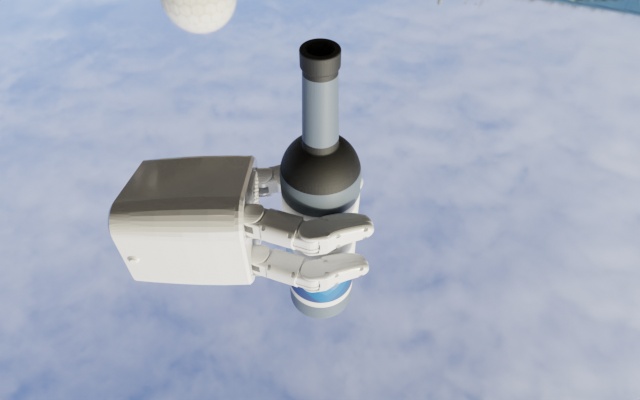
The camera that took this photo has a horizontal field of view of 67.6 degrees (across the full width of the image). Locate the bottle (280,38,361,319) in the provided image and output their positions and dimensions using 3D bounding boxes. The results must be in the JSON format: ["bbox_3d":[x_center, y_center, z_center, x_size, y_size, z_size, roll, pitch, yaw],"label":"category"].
[{"bbox_3d":[0.000,0.002,0.415,0.069,0.069,0.296,0,-42,0],"label":"bottle"}]
